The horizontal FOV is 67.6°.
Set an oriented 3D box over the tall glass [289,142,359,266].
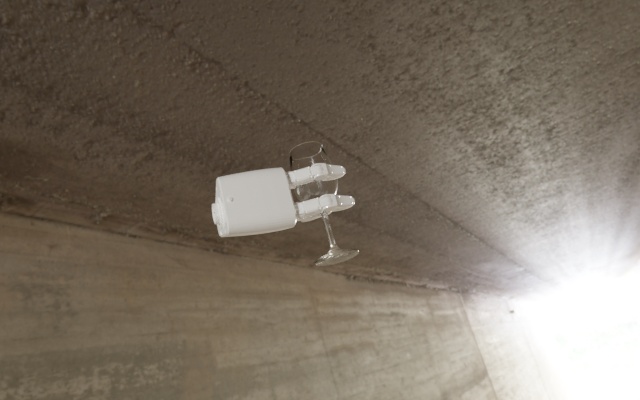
[{"bbox_3d":[0.000,0.003,0.799,0.079,0.201,0.079,-14,-20,-5],"label":"tall glass"}]
